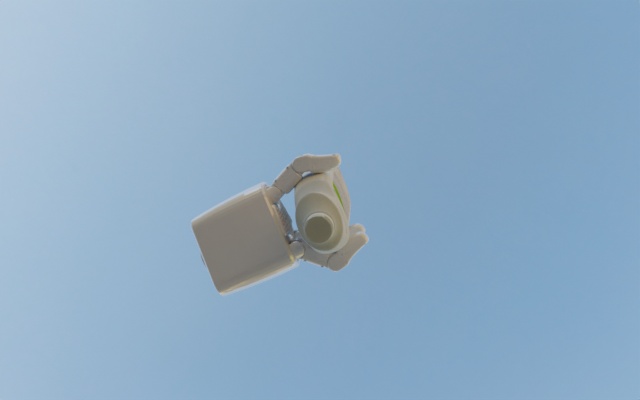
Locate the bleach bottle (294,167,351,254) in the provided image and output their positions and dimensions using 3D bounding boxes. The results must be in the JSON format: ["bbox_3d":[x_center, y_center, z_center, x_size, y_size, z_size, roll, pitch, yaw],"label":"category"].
[{"bbox_3d":[0.000,0.002,0.607,0.068,0.102,0.251,-23,8,6],"label":"bleach bottle"}]
